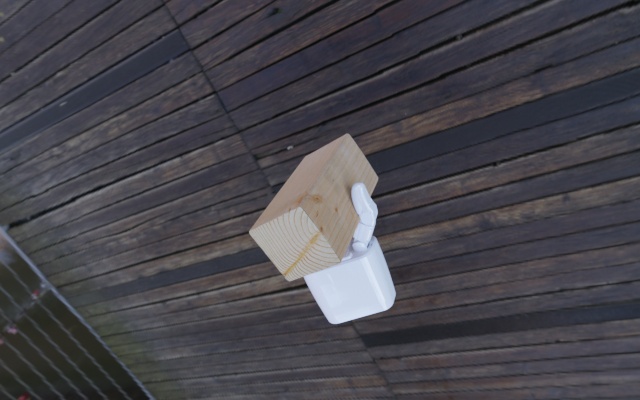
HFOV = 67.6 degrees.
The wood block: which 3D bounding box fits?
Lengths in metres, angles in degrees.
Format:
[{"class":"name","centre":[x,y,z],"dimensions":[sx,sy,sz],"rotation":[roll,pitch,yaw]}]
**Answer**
[{"class":"wood block","centre":[0.001,0.002,0.662],"dimensions":[0.091,0.090,0.206],"rotation":[-25,20,32]}]
